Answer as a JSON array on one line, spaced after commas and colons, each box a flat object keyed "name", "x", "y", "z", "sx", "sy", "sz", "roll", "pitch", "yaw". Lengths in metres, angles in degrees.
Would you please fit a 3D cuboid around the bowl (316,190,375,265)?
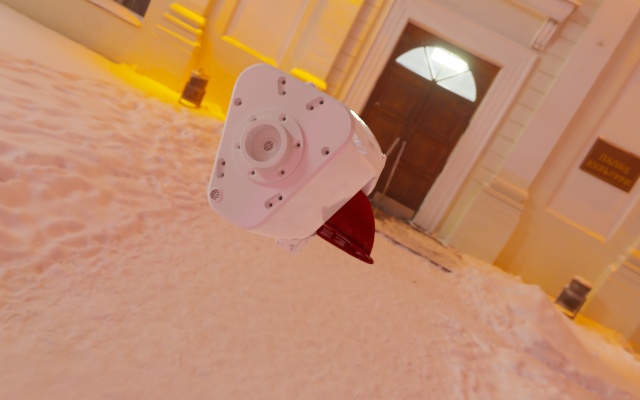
[{"name": "bowl", "x": 0.000, "y": 0.001, "z": 0.504, "sx": 0.162, "sy": 0.055, "sz": 0.162, "roll": 32, "pitch": -8, "yaw": 5}]
